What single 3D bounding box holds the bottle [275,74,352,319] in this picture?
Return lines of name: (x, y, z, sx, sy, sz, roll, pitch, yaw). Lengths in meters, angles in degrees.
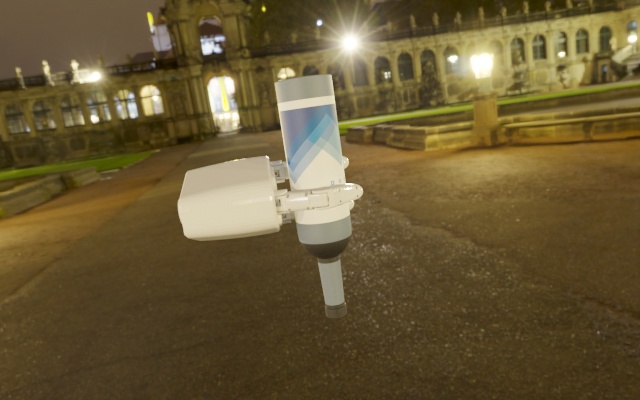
bottle: (0.000, 0.002, 0.581, 0.069, 0.296, 0.069, -8, 11, 1)
